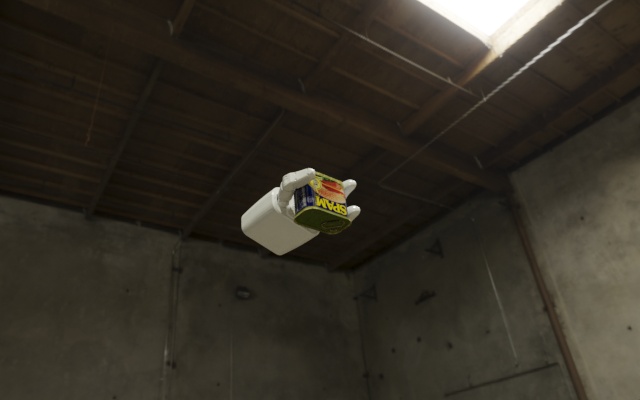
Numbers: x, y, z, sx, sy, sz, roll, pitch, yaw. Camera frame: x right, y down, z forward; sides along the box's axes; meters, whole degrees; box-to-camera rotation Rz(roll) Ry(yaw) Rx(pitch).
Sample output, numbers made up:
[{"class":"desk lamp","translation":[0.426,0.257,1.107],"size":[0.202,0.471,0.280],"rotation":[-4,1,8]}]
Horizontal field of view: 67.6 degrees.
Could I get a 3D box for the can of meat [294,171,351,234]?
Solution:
[{"class":"can of meat","translation":[0.000,0.002,0.836],"size":[0.102,0.084,0.057],"rotation":[20,-41,-35]}]
